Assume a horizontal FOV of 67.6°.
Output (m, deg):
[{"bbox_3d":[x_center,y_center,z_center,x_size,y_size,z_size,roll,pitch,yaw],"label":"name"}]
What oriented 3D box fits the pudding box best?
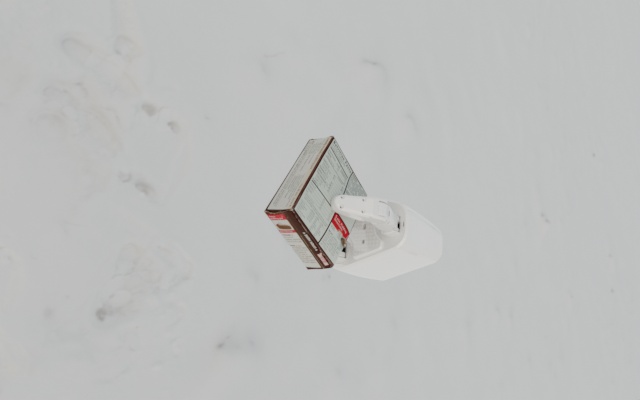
[{"bbox_3d":[0.000,0.002,0.500,0.039,0.090,0.113,-7,40,36],"label":"pudding box"}]
